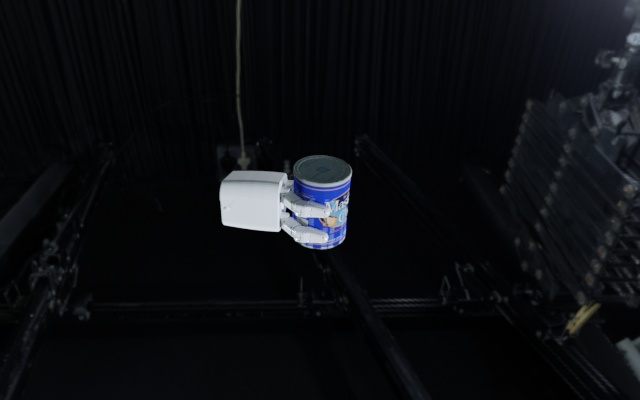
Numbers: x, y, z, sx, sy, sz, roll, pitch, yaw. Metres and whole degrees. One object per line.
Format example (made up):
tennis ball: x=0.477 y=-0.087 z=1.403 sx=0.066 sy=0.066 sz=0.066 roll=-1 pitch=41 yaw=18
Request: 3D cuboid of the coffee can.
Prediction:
coffee can: x=0.000 y=0.003 z=0.870 sx=0.103 sy=0.140 sz=0.102 roll=2 pitch=33 yaw=-2
